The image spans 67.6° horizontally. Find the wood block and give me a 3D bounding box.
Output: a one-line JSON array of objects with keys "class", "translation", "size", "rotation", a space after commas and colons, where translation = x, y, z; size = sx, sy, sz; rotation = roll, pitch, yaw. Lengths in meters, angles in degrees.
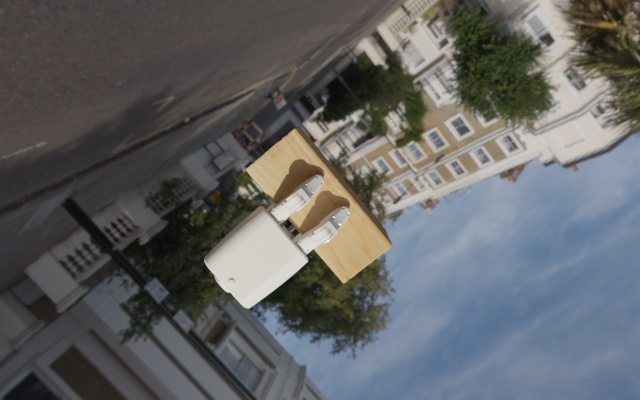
[{"class": "wood block", "translation": [0.000, 0.003, 0.683], "size": [0.090, 0.206, 0.091], "rotation": [-39, 8, 7]}]
